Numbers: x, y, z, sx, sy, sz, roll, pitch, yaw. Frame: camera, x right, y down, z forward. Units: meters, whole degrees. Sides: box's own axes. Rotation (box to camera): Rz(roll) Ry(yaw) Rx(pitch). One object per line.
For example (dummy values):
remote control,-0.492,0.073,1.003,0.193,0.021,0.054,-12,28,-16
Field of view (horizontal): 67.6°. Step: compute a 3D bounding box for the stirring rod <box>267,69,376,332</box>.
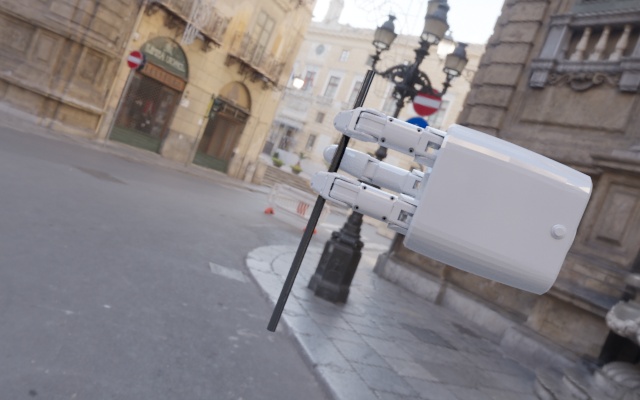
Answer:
stirring rod,0.000,0.001,0.414,0.011,0.239,0.011,21,2,-1
